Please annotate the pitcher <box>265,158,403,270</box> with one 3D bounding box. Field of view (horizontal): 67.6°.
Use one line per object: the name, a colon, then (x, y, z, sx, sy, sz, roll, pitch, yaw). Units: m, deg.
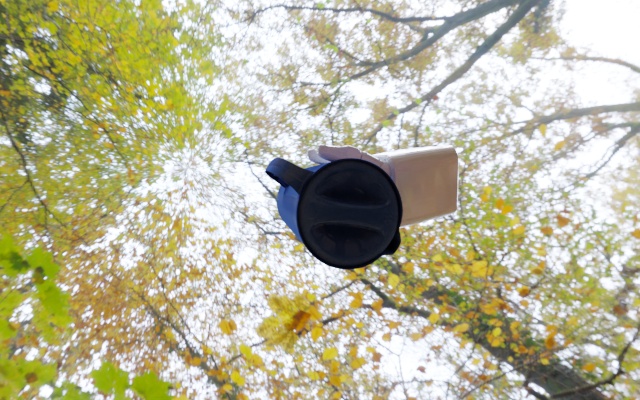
pitcher: (0.000, 0.002, 0.673, 0.145, 0.149, 0.243, -13, 7, -13)
